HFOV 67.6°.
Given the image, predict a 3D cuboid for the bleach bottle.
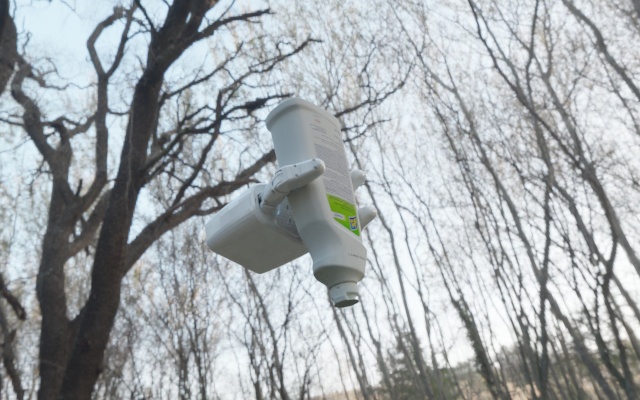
[{"bbox_3d":[0.000,0.002,0.572,0.068,0.250,0.102,-32,-33,34],"label":"bleach bottle"}]
